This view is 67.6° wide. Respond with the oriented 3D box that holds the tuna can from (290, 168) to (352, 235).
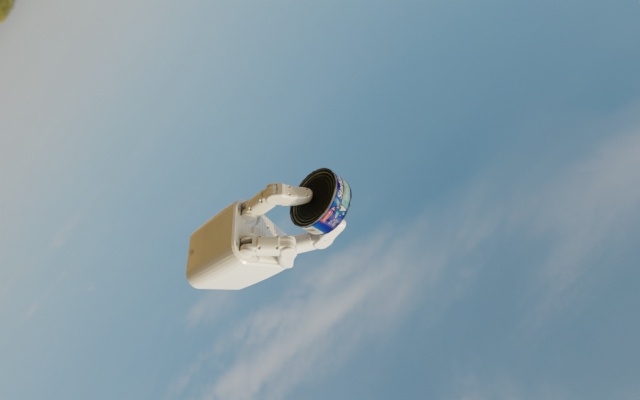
[{"bbox_3d":[0.001,0.002,0.631,0.034,0.086,0.086,31,-19,-35],"label":"tuna can"}]
